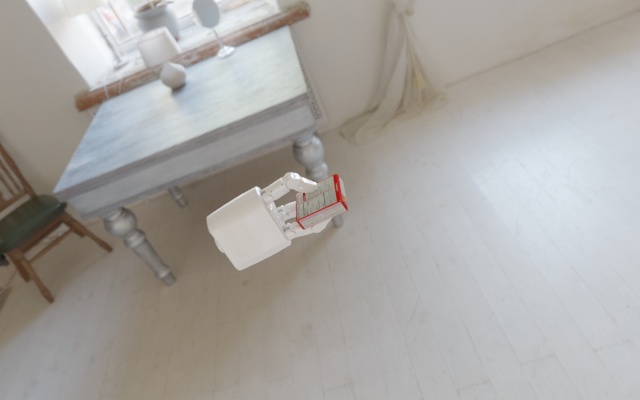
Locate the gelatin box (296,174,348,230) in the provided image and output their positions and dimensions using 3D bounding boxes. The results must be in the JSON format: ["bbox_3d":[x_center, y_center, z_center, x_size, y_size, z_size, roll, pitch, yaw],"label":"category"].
[{"bbox_3d":[0.000,0.002,0.826,0.089,0.073,0.030,-26,-51,16],"label":"gelatin box"}]
